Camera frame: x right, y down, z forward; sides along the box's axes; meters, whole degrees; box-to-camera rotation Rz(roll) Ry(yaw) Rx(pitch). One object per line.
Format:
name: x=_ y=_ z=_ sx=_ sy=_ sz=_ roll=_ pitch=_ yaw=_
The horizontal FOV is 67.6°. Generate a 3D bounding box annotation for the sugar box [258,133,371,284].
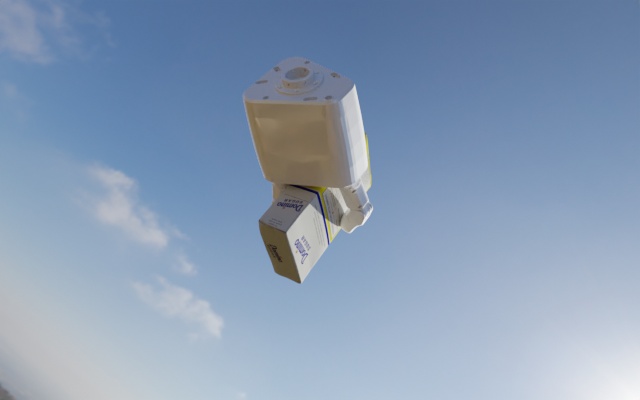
sugar box: x=0.000 y=0.002 z=0.568 sx=0.048 sy=0.093 sz=0.176 roll=20 pitch=52 yaw=29
